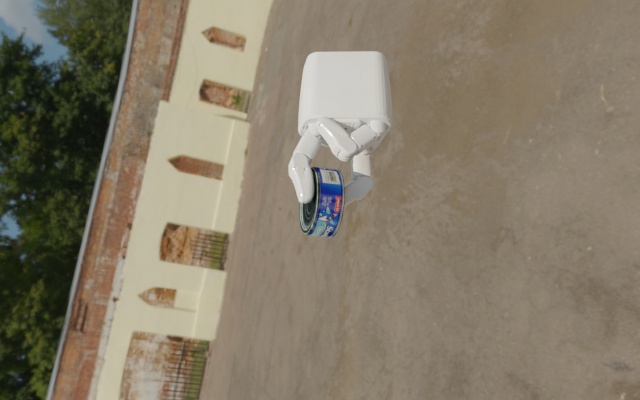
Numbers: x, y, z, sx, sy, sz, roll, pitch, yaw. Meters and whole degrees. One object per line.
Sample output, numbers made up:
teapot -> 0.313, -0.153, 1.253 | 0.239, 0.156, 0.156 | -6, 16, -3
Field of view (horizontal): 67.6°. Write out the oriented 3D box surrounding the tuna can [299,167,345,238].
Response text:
tuna can -> 0.000, 0.002, 0.588 | 0.034, 0.086, 0.086 | 6, -2, -17
